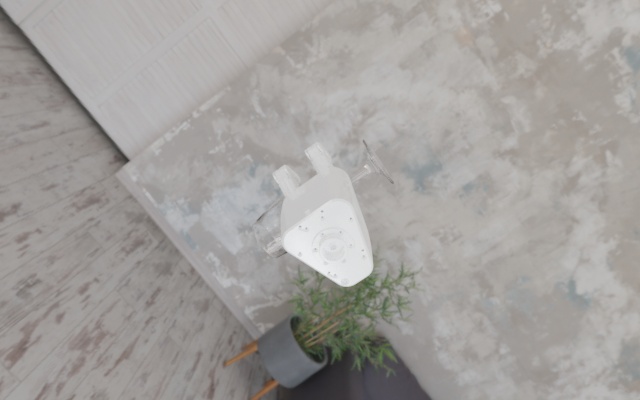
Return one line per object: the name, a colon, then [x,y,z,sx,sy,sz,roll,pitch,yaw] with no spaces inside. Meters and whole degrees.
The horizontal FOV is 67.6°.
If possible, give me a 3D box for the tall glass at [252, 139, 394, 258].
tall glass: [0.001,0.002,0.674,0.201,0.079,0.079,-35,-8,11]
